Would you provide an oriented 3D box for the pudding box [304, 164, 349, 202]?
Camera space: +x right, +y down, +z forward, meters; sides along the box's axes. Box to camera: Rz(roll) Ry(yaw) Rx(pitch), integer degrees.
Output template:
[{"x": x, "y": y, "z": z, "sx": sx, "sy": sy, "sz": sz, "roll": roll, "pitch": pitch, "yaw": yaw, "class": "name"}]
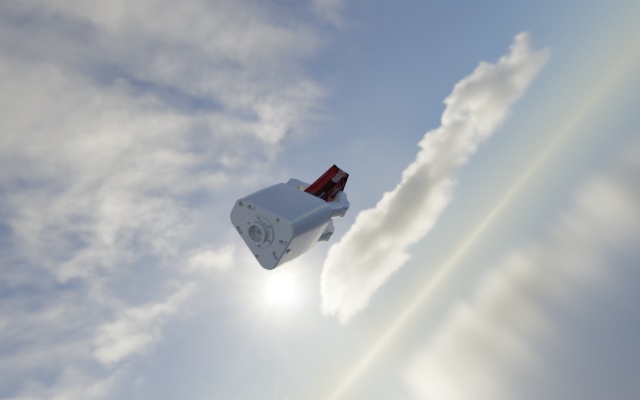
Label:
[{"x": 0.000, "y": 0.003, "z": 0.830, "sx": 0.090, "sy": 0.039, "sz": 0.114, "roll": -41, "pitch": -17, "yaw": -32, "class": "pudding box"}]
